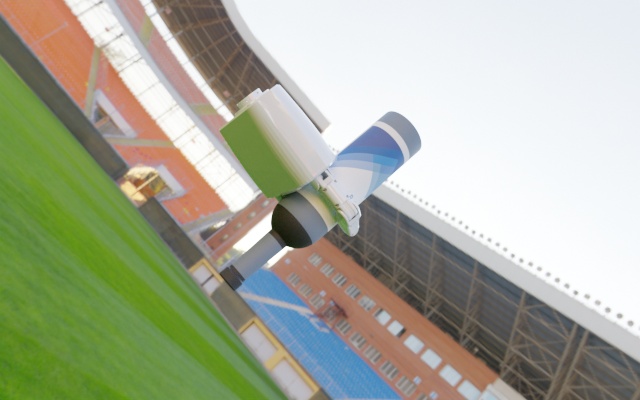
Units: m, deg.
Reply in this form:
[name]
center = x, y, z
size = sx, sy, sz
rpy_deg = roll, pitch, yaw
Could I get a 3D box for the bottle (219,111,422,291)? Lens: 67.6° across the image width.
[bottle]
center = 0.000, 0.002, 0.587
size = 0.295, 0.069, 0.069
rpy_deg = -40, 13, -15
